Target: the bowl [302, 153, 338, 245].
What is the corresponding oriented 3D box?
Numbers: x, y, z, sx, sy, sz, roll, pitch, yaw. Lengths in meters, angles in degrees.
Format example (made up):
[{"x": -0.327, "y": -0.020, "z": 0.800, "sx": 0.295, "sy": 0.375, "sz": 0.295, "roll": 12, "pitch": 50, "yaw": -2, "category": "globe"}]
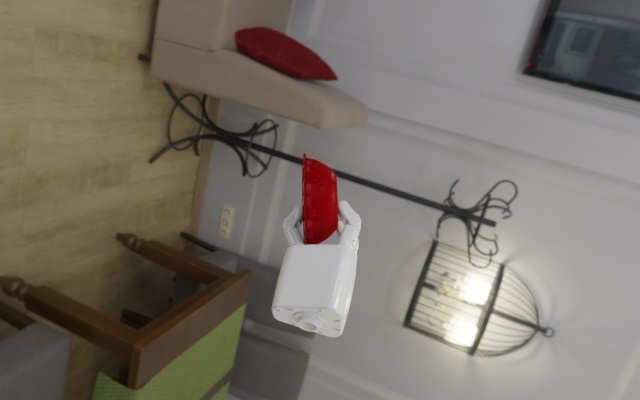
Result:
[{"x": 0.001, "y": 0.001, "z": 0.790, "sx": 0.055, "sy": 0.162, "sz": 0.162, "roll": -2, "pitch": 0, "yaw": 0, "category": "bowl"}]
